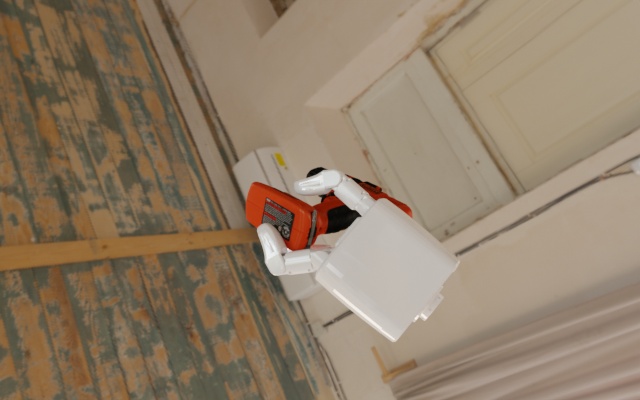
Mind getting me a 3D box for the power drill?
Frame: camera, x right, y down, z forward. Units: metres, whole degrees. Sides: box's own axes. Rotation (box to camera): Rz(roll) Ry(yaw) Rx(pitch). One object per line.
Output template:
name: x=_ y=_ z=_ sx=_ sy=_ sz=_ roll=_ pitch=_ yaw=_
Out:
power drill: x=0.000 y=0.002 z=0.617 sx=0.187 sy=0.057 sz=0.184 roll=-10 pitch=27 yaw=-44
